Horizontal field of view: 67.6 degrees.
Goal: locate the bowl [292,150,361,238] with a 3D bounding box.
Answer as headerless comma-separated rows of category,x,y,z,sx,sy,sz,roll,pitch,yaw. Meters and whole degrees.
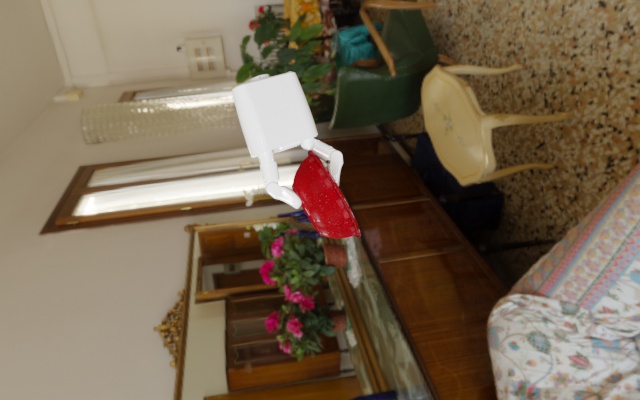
bowl,0.000,0.004,0.761,0.055,0.162,0.162,-31,3,-5
